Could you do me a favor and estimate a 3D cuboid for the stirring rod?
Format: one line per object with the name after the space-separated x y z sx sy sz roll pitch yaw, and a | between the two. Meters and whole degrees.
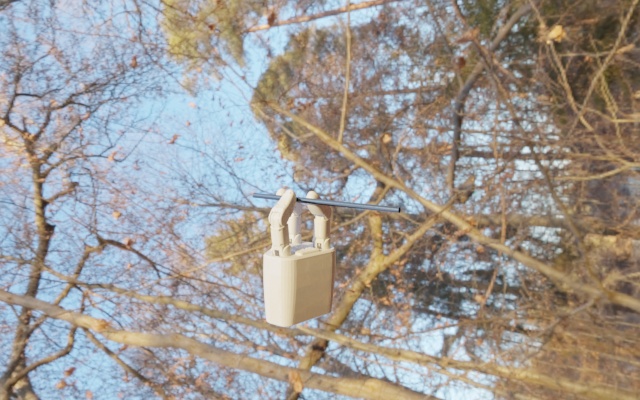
0.000 0.002 0.688 0.239 0.011 0.011 6 3 30 | stirring rod
